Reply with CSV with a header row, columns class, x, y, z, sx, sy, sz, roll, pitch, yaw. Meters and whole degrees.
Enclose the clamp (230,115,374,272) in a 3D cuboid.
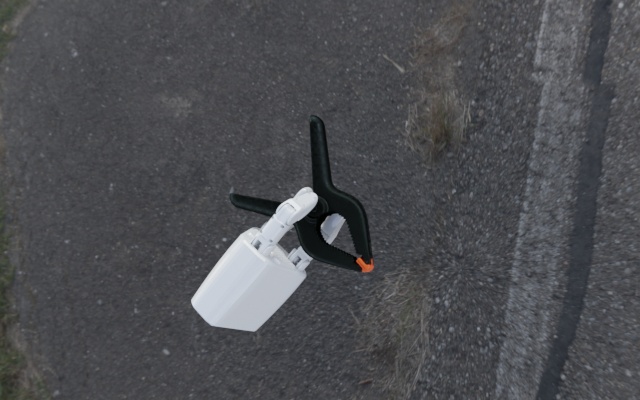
class,x,y,z,sx,sy,sz,roll,pitch,yaw
clamp,0.000,0.002,0.613,0.210,0.164,0.036,42,7,17
